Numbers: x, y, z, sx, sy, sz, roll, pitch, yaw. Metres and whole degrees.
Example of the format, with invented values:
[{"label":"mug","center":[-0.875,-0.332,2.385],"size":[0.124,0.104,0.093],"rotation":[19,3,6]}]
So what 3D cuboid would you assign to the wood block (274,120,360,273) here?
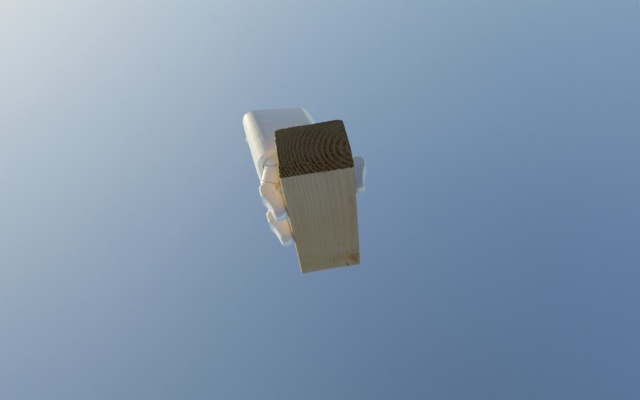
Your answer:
[{"label":"wood block","center":[0.000,0.002,0.655],"size":[0.091,0.090,0.206],"rotation":[-10,-41,-1]}]
